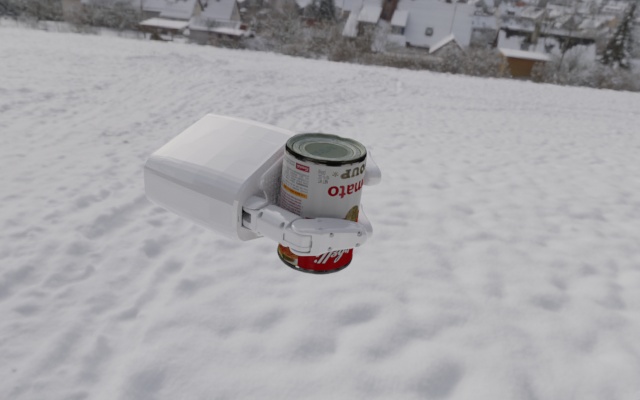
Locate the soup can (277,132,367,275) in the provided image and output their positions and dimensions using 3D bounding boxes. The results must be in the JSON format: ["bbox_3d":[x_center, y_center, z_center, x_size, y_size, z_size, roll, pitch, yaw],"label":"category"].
[{"bbox_3d":[0.000,0.001,0.403,0.068,0.102,0.068,5,26,-2],"label":"soup can"}]
